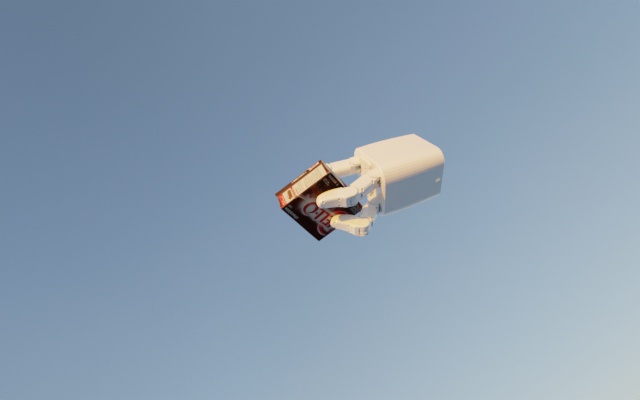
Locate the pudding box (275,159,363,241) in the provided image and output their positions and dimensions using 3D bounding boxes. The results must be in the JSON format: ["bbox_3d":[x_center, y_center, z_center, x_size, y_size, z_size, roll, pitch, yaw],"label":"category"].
[{"bbox_3d":[0.000,0.002,0.719,0.090,0.039,0.113,-37,-46,8],"label":"pudding box"}]
